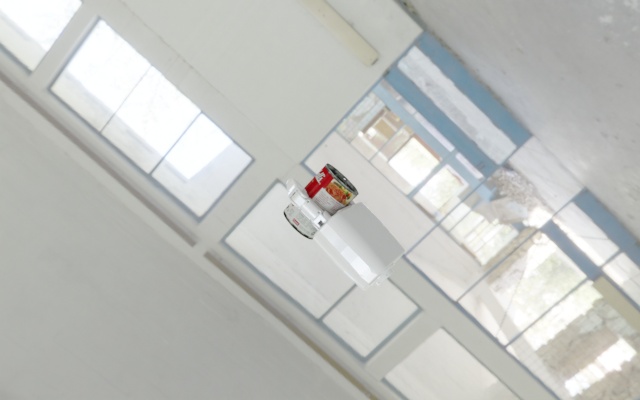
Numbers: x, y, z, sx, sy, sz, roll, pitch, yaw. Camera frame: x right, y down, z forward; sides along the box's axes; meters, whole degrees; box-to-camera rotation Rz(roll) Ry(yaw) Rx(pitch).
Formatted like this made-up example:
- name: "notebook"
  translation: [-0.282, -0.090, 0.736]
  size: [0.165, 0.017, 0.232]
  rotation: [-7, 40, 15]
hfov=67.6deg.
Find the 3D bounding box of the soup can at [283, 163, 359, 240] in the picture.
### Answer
- name: "soup can"
  translation: [0.000, 0.002, 0.737]
  size: [0.068, 0.102, 0.068]
  rotation: [41, 13, -11]
